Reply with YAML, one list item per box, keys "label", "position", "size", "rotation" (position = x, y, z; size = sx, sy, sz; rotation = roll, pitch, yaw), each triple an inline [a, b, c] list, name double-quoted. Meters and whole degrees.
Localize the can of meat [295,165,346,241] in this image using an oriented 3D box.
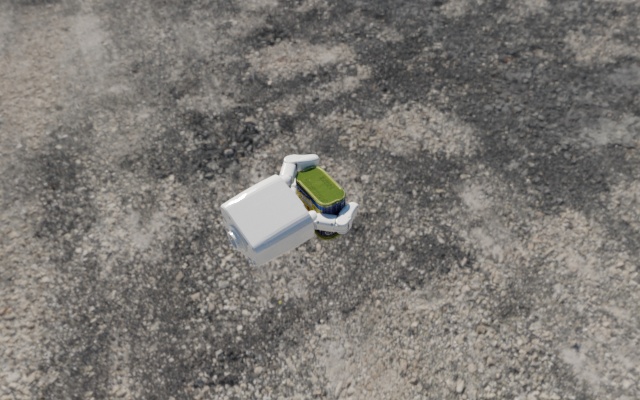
- label: "can of meat"
  position: [0.000, 0.002, 0.803]
  size: [0.057, 0.084, 0.102]
  rotation: [-27, 51, -22]
